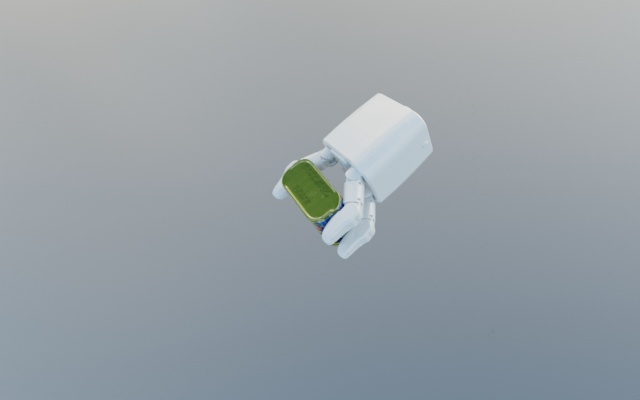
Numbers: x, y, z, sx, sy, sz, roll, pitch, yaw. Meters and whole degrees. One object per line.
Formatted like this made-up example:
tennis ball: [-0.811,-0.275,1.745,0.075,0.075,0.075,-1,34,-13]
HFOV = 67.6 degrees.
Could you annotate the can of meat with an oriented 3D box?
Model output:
can of meat: [0.000,0.002,0.644,0.057,0.102,0.084,-39,-32,0]
